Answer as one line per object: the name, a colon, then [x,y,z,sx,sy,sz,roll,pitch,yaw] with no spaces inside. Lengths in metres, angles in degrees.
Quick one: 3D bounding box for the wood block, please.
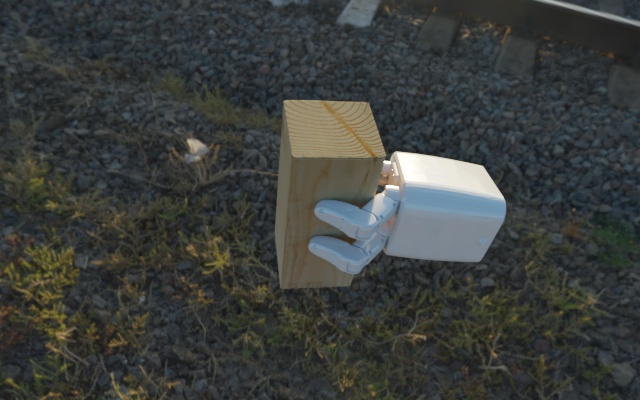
wood block: [0.000,0.001,0.528,0.090,0.090,0.206,-1,-44,-10]
